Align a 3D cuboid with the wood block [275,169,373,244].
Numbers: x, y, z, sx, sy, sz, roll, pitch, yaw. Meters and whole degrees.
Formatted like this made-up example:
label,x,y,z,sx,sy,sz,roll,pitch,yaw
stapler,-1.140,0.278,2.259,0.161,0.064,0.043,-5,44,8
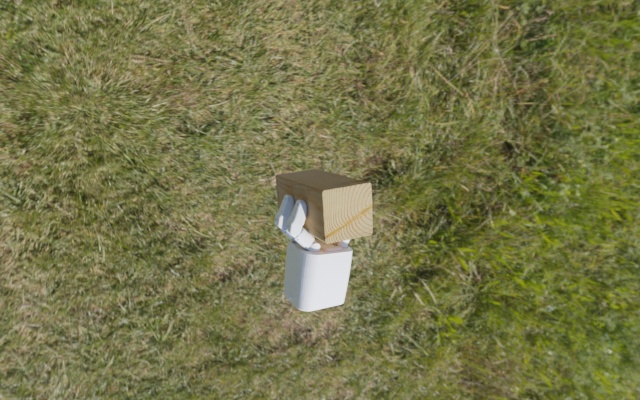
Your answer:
label,x,y,z,sx,sy,sz,roll,pitch,yaw
wood block,0.000,0.003,0.850,0.091,0.090,0.206,-9,14,-25
